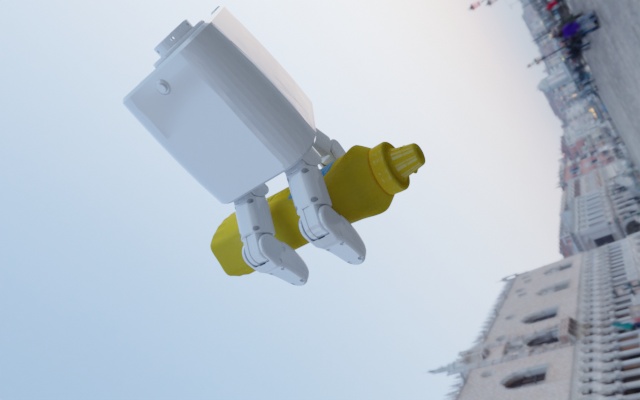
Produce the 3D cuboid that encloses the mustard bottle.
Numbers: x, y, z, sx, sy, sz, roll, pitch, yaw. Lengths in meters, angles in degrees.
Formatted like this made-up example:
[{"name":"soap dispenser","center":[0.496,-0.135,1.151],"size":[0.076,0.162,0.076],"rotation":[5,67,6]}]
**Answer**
[{"name":"mustard bottle","center":[0.000,0.002,0.403],"size":[0.192,0.058,0.096],"rotation":[-27,5,30]}]
